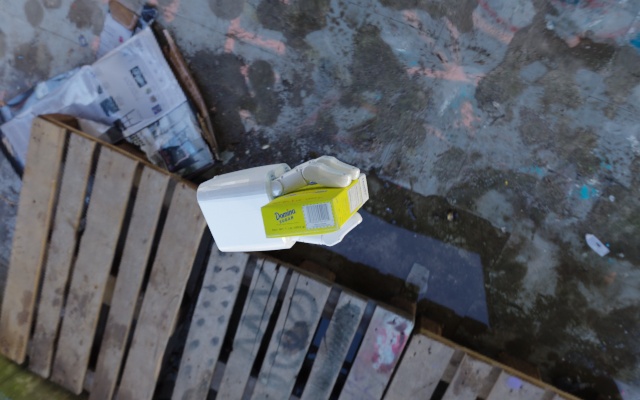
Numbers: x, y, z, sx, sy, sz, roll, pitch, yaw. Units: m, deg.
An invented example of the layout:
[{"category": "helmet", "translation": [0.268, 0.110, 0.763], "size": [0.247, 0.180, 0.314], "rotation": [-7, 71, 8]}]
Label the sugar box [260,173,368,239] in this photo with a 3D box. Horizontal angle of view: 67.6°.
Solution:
[{"category": "sugar box", "translation": [0.000, 0.002, 0.624], "size": [0.093, 0.048, 0.176], "rotation": [-6, 13, 17]}]
